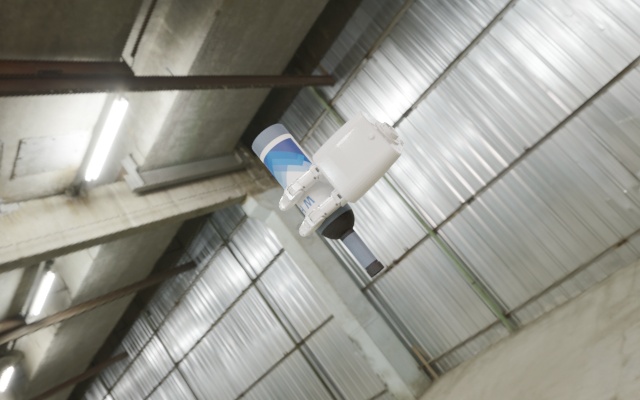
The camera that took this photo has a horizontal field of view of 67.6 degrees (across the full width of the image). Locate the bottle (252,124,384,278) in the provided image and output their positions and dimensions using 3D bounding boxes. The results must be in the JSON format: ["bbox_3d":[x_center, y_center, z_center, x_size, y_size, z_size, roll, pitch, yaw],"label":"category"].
[{"bbox_3d":[0.000,0.002,0.783,0.069,0.295,0.069,-37,-14,-11],"label":"bottle"}]
